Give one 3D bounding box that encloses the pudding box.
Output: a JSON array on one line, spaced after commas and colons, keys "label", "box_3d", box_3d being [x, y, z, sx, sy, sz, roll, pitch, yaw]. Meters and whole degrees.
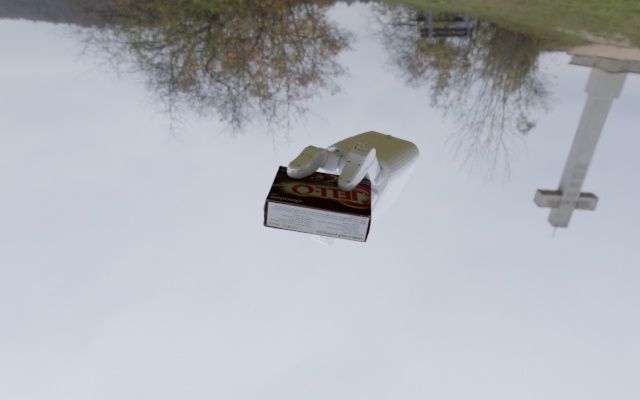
[{"label": "pudding box", "box_3d": [0.000, 0.002, 0.529, 0.113, 0.039, 0.090, 7, 26, 2]}]
